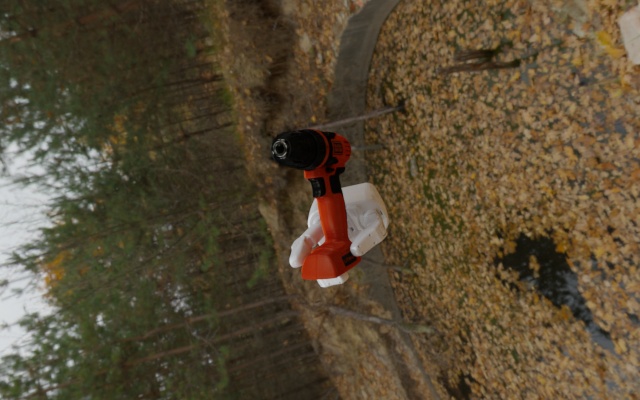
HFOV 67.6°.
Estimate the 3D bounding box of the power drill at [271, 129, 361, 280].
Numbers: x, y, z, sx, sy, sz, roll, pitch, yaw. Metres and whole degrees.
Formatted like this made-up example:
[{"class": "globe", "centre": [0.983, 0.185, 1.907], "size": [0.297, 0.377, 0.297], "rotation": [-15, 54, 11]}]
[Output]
[{"class": "power drill", "centre": [0.000, 0.002, 0.613], "size": [0.057, 0.187, 0.184], "rotation": [-4, 4, 25]}]
